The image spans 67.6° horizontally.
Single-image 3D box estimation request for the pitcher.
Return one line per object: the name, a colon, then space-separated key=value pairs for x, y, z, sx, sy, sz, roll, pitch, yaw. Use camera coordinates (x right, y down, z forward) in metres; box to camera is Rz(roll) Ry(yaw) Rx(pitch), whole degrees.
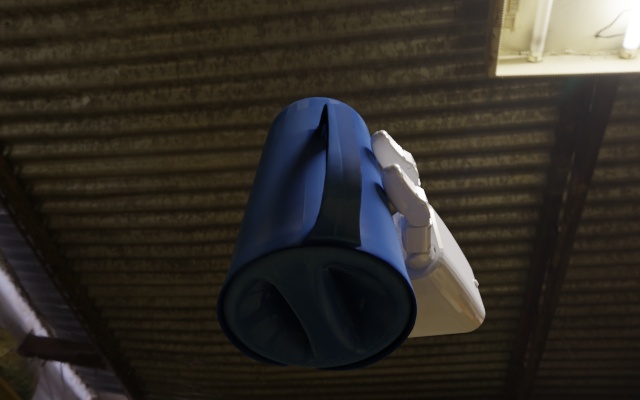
pitcher: x=0.000 y=0.001 z=0.402 sx=0.149 sy=0.145 sz=0.242 roll=-31 pitch=32 yaw=22
